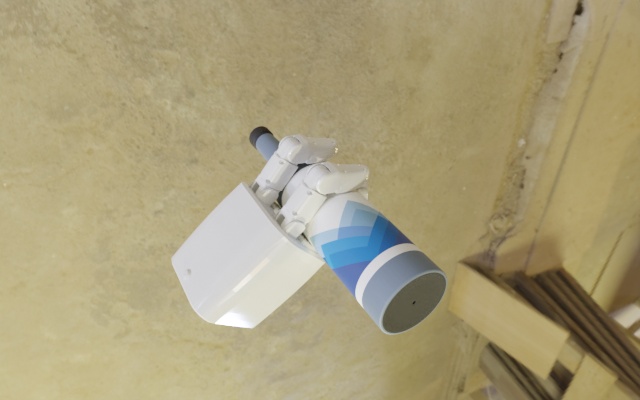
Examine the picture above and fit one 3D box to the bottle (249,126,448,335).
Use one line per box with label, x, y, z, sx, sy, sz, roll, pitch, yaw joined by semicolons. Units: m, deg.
bottle;0.000;0.002;0.470;0.069;0.069;0.295;0;32;-36
